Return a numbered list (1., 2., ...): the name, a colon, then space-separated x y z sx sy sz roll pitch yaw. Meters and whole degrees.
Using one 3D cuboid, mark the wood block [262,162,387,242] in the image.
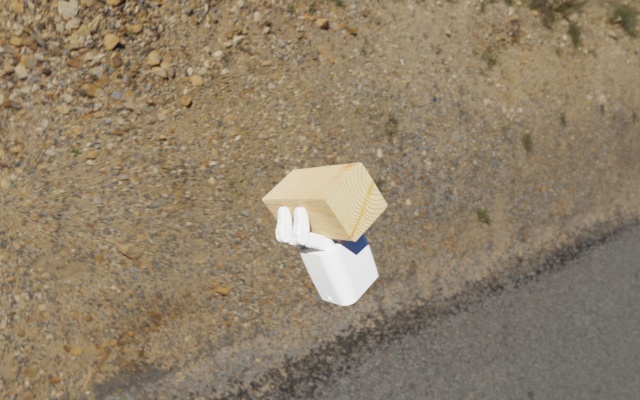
1. wood block: 0.001 0.003 0.810 0.090 0.090 0.206 -45 23 -25
